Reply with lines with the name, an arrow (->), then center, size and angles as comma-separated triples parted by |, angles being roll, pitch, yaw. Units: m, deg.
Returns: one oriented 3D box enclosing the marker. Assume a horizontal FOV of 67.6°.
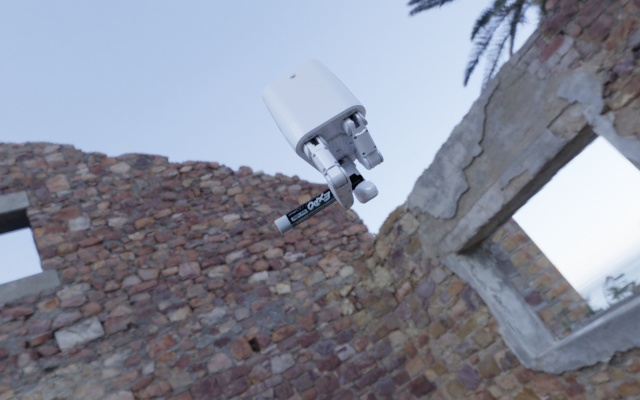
marker -> 0.000, 0.002, 0.584 | 0.121, 0.020, 0.020 | -31, 3, -6
